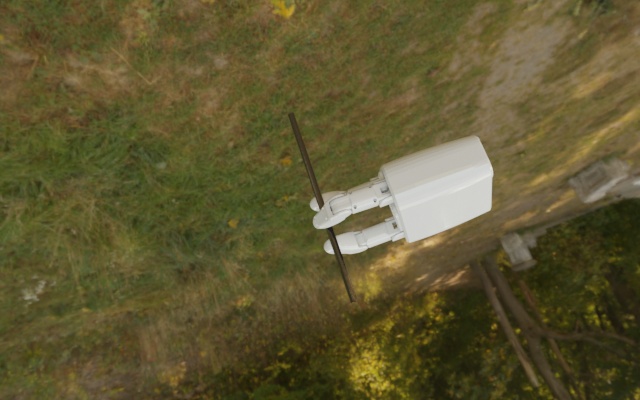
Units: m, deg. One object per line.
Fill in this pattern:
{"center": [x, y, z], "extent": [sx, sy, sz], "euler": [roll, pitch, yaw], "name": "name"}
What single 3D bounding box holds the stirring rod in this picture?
{"center": [0.000, 0.002, 0.557], "extent": [0.011, 0.239, 0.011], "euler": [-17, -17, -5], "name": "stirring rod"}
